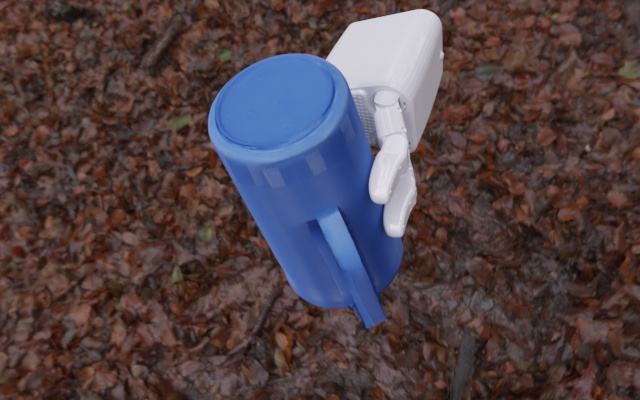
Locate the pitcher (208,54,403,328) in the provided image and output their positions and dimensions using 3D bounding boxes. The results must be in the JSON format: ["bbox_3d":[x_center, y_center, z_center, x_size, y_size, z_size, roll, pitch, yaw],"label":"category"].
[{"bbox_3d":[0.000,0.001,0.428,0.149,0.145,0.243,15,-28,25],"label":"pitcher"}]
